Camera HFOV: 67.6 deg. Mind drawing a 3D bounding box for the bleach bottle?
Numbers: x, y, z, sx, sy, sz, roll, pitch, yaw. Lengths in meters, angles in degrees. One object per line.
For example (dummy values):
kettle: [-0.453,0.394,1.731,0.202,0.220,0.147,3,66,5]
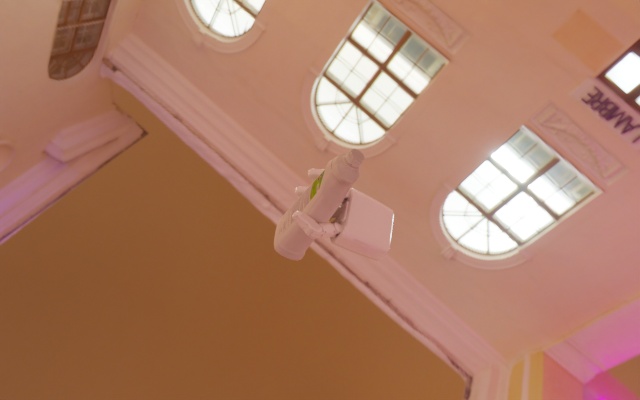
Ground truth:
bleach bottle: [0.000,0.003,0.896,0.068,0.102,0.251,25,-51,-19]
